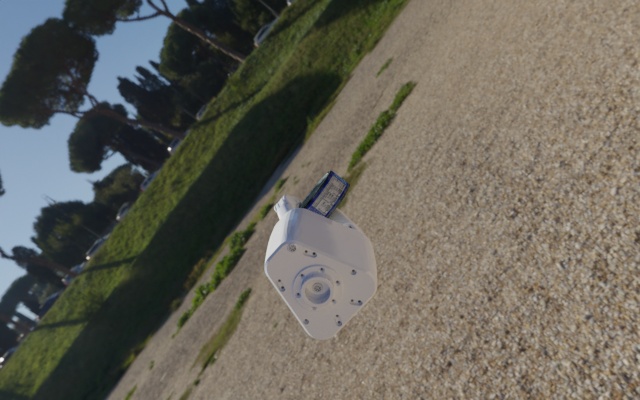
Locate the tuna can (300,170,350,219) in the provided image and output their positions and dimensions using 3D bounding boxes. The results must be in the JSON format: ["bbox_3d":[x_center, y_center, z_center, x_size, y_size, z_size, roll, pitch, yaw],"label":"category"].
[{"bbox_3d":[0.000,0.002,0.636,0.034,0.086,0.086,38,-4,-6],"label":"tuna can"}]
